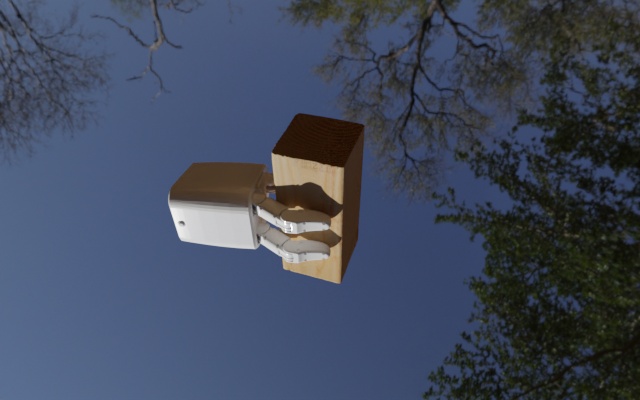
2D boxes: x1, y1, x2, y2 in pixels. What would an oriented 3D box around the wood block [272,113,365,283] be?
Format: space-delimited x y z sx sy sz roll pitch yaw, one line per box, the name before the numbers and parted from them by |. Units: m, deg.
wood block | 0.000 0.002 0.627 0.090 0.206 0.090 12 45 14
